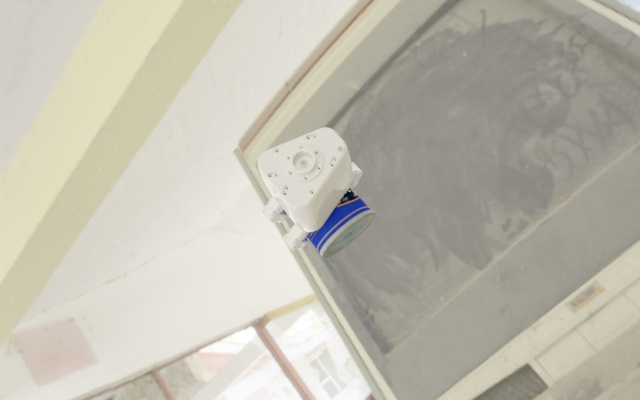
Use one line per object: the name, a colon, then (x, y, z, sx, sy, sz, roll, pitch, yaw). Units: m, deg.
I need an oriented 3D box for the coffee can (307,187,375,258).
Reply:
coffee can: (0.000, 0.003, 0.735, 0.103, 0.140, 0.103, -36, -17, -13)
